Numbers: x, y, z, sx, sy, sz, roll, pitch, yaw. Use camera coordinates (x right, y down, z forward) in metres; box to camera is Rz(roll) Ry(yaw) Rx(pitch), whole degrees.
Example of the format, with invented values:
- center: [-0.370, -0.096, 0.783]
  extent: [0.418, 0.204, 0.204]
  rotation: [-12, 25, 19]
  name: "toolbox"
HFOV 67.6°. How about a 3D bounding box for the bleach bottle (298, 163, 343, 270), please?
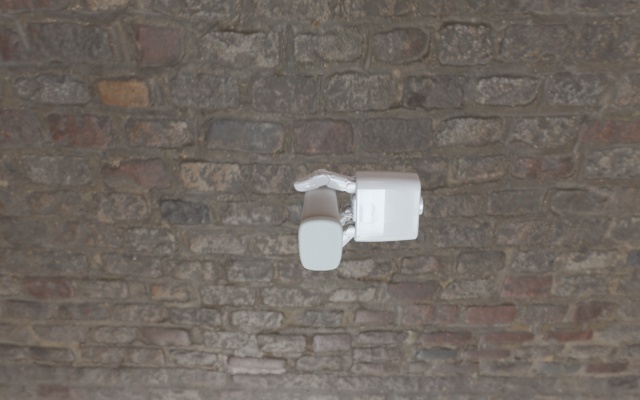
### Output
- center: [0.000, 0.003, 0.825]
  extent: [0.068, 0.103, 0.250]
  rotation: [0, 34, 0]
  name: "bleach bottle"
